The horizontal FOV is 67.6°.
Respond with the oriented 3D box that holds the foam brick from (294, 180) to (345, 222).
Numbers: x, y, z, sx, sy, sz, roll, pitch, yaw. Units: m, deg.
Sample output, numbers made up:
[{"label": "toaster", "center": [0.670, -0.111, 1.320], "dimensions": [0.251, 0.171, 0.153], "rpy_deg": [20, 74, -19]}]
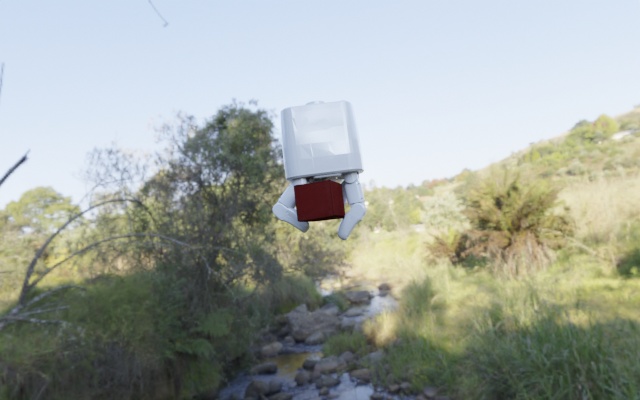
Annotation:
[{"label": "foam brick", "center": [0.000, 0.002, 0.672], "dimensions": [0.053, 0.051, 0.078], "rpy_deg": [-7, -4, 14]}]
